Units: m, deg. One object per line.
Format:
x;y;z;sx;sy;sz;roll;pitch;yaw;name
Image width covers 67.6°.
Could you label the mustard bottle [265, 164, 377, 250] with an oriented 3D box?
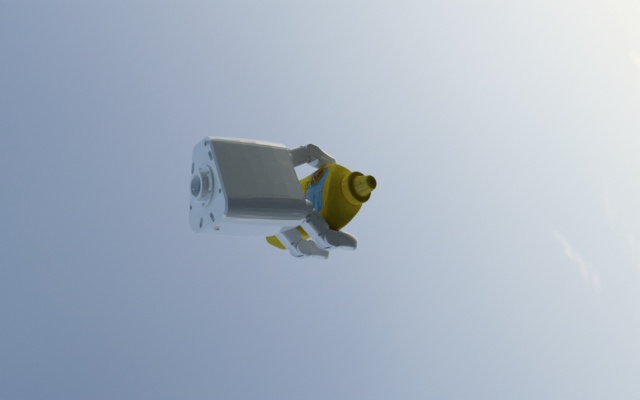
0.000;0.002;0.637;0.058;0.096;0.192;30;-33;-30;mustard bottle
